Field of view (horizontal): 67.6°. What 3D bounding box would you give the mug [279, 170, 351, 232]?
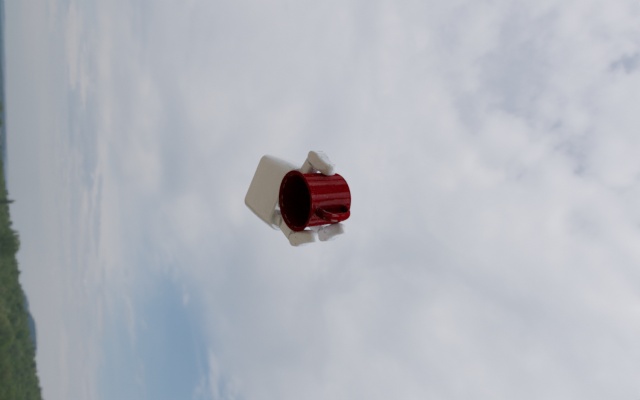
[{"bbox_3d":[0.001,0.003,0.729,0.081,0.093,0.117,-5,23,-36],"label":"mug"}]
